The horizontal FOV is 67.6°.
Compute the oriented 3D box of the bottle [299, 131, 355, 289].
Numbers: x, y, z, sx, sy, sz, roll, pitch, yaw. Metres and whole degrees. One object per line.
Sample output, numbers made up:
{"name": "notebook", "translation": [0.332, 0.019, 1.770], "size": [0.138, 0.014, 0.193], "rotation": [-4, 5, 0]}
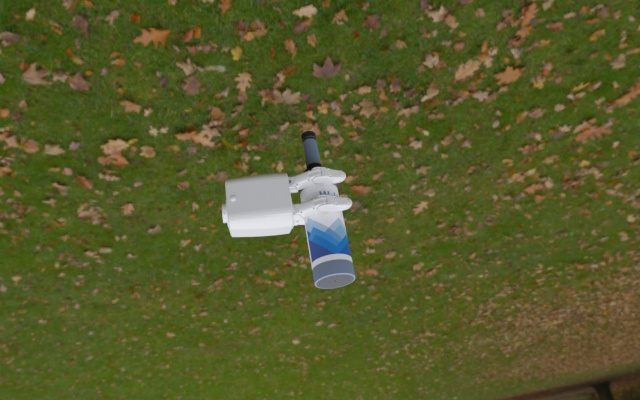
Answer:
{"name": "bottle", "translation": [0.000, 0.003, 0.833], "size": [0.069, 0.295, 0.069], "rotation": [-8, -29, -4]}
